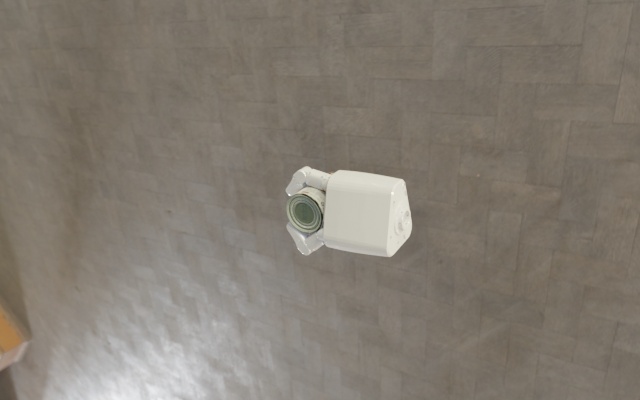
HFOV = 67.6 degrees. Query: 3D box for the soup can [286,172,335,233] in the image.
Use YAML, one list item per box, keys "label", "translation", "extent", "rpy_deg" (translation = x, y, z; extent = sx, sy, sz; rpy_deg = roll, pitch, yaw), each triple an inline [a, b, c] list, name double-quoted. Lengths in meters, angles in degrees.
- label: "soup can"
  translation: [0.000, 0.002, 0.766]
  extent: [0.068, 0.068, 0.102]
  rpy_deg: [0, 22, 34]
